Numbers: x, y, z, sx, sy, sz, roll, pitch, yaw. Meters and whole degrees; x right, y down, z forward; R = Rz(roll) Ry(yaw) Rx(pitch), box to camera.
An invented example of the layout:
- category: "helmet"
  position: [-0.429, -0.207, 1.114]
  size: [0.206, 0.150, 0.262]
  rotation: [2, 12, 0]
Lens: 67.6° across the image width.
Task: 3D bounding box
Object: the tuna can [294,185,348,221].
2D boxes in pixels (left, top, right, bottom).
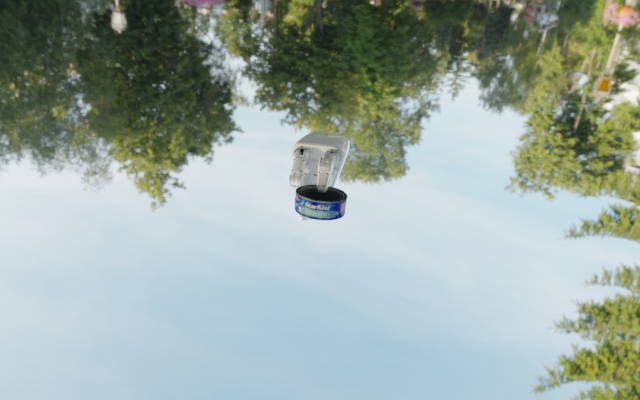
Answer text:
- category: "tuna can"
  position: [0.000, 0.003, 0.785]
  size: [0.086, 0.034, 0.086]
  rotation: [6, 19, -2]
